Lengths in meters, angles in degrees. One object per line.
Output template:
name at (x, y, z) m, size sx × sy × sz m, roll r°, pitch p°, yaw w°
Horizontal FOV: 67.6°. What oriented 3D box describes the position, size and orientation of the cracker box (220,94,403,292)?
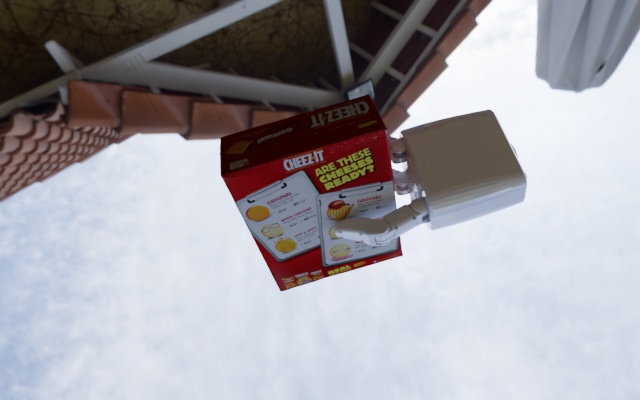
cracker box at (0.000, 0.002, 0.542) m, size 0.164 × 0.072 × 0.214 m, roll -16°, pitch -43°, yaw 1°
